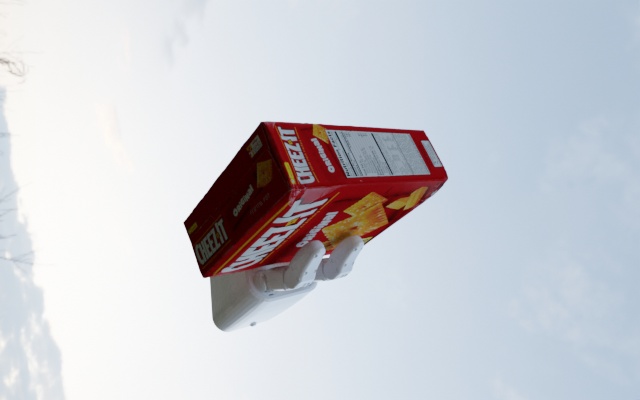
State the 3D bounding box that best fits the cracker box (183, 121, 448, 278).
[{"bbox_3d":[0.000,0.001,0.474,0.213,0.072,0.164,-6,-27,-43],"label":"cracker box"}]
